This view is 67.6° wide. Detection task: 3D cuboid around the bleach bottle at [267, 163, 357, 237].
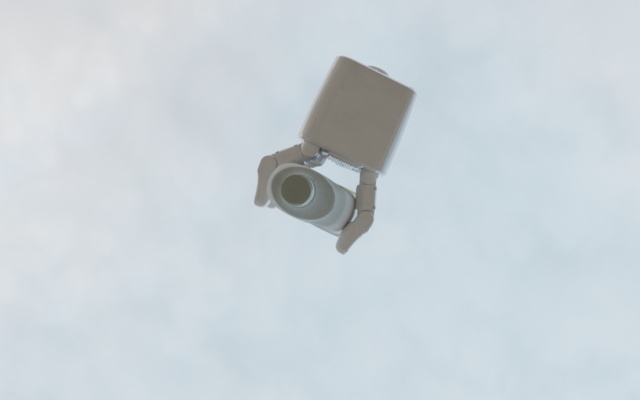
[{"bbox_3d":[0.000,0.002,0.557,0.102,0.068,0.251,25,-1,8],"label":"bleach bottle"}]
